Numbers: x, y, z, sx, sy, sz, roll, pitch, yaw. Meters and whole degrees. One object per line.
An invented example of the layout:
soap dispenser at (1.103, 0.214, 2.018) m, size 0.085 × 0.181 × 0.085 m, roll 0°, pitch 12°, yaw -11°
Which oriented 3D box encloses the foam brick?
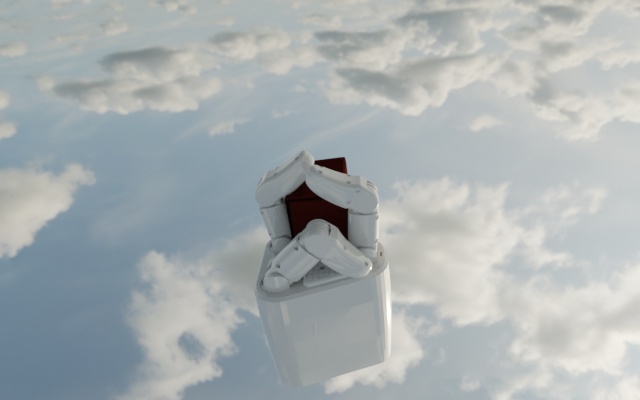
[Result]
foam brick at (0.000, 0.001, 0.432) m, size 0.053 × 0.051 × 0.078 m, roll -6°, pitch 28°, yaw 6°
